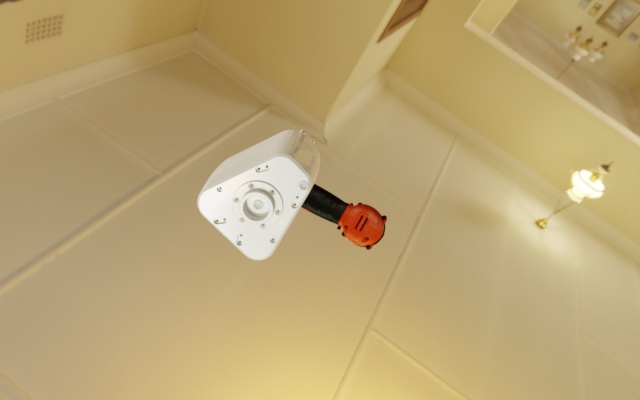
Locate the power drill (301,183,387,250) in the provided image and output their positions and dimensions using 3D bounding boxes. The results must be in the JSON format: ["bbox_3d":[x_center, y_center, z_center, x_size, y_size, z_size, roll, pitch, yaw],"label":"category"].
[{"bbox_3d":[0.000,0.002,0.632,0.187,0.057,0.184,27,-3,9],"label":"power drill"}]
